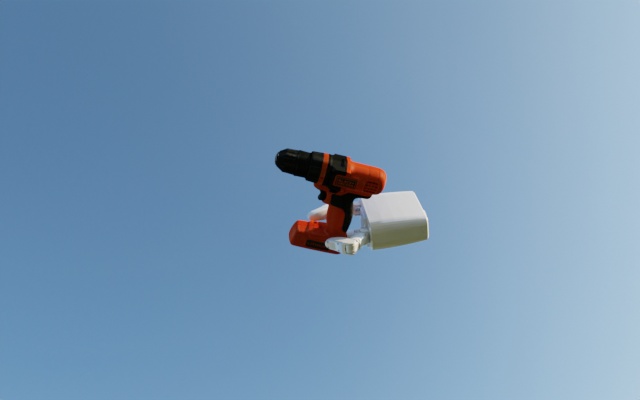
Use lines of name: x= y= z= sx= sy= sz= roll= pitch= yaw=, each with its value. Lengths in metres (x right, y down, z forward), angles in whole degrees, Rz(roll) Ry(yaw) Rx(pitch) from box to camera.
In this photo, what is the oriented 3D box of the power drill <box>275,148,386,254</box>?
power drill: x=0.000 y=0.003 z=0.817 sx=0.184 sy=0.188 sz=0.057 roll=14 pitch=40 yaw=-6
